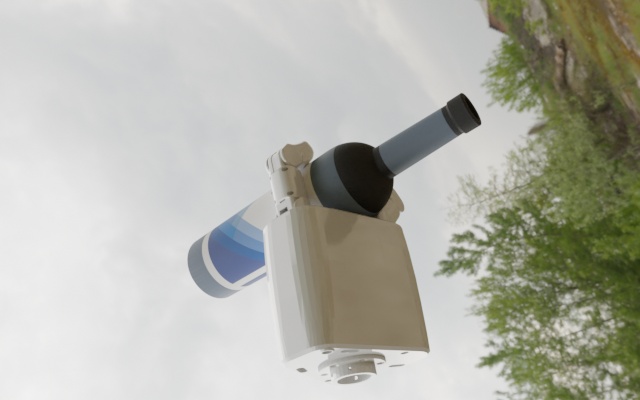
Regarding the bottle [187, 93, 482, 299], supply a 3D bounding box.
[{"bbox_3d":[0.000,0.001,0.416,0.296,0.069,0.069,-32,-17,30],"label":"bottle"}]
